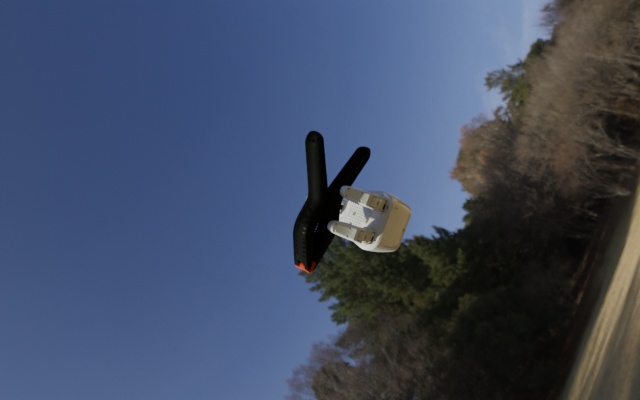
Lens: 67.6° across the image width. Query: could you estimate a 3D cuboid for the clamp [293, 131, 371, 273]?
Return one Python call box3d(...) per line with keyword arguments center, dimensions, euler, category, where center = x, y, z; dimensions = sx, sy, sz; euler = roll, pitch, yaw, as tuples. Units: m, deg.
box3d(center=(-0.001, 0.003, 0.694), dimensions=(0.036, 0.210, 0.164), euler=(22, 2, 31), category="clamp")
